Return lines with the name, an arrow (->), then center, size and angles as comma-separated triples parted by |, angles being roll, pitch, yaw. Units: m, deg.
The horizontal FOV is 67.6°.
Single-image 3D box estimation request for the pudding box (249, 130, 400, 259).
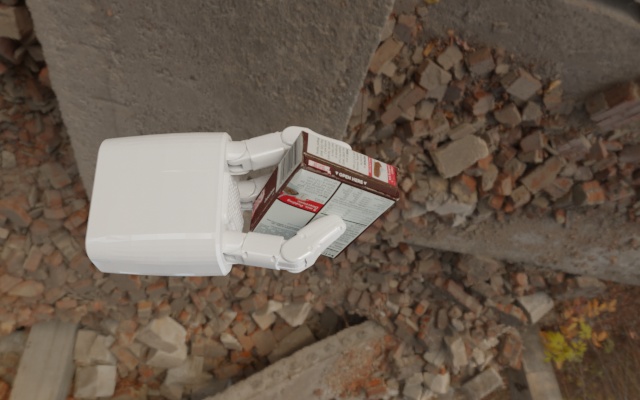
pudding box -> 0.000, 0.001, 0.409 | 0.090, 0.039, 0.113 | 18, -38, -20
